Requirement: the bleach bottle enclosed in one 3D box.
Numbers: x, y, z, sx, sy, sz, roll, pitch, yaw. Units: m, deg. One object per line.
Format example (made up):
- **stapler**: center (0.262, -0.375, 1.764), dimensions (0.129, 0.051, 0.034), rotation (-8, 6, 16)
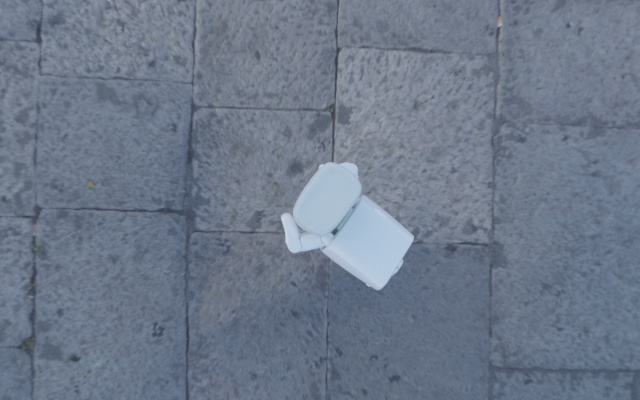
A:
- **bleach bottle**: center (0.000, 0.003, 0.764), dimensions (0.068, 0.102, 0.251), rotation (37, -3, -2)
